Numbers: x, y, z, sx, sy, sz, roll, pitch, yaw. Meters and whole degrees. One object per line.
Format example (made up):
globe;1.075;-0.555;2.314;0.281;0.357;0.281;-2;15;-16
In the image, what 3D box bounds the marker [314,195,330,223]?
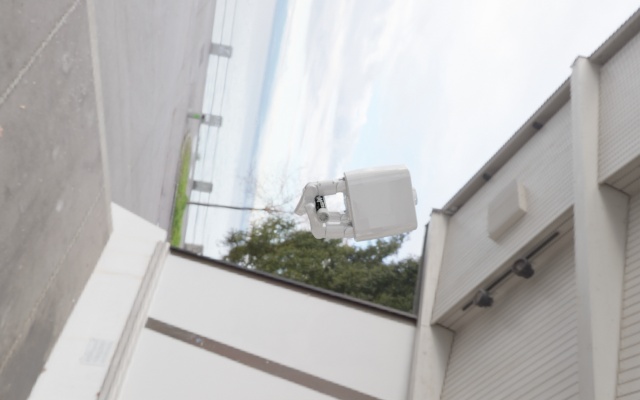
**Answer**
marker;0.000;0.003;0.772;0.020;0.020;0.121;0;22;-5
